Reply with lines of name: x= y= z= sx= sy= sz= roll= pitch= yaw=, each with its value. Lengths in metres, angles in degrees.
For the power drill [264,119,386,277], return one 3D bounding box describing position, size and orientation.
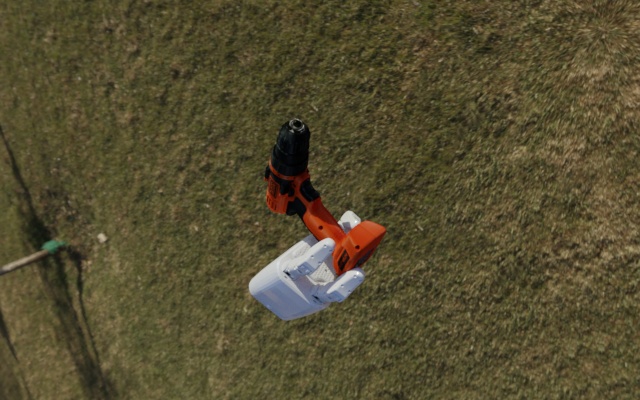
power drill: x=0.000 y=0.003 z=0.638 sx=0.057 sy=0.187 sz=0.184 roll=-33 pitch=-20 yaw=-27
